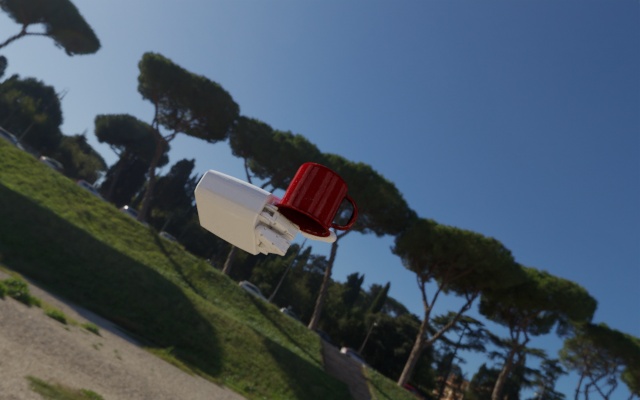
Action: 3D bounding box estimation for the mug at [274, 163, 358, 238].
[{"bbox_3d":[0.002,0.003,0.714,0.117,0.081,0.093,24,-20,10],"label":"mug"}]
